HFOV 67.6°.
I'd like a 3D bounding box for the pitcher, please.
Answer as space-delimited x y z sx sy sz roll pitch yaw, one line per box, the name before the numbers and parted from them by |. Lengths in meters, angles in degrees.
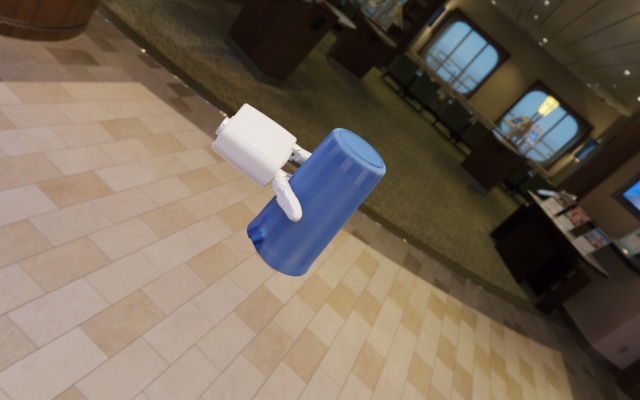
pitcher | 0.000 0.003 0.806 0.145 0.243 0.149 35 24 -12
